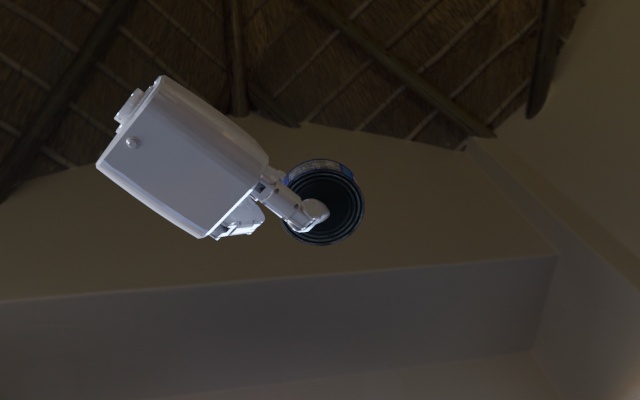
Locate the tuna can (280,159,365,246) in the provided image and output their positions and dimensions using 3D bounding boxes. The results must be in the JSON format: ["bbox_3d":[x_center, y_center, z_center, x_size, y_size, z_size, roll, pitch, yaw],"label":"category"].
[{"bbox_3d":[0.000,0.001,0.486,0.086,0.086,0.033,0,28,-5],"label":"tuna can"}]
